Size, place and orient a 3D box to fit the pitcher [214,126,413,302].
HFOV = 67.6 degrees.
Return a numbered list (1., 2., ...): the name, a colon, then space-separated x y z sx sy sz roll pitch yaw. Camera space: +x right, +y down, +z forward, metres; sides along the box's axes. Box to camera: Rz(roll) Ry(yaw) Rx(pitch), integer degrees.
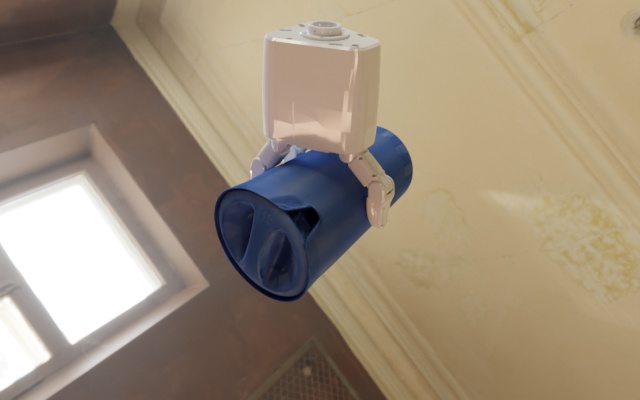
1. pitcher: 0.000 0.002 0.569 0.149 0.145 0.242 23 39 31
